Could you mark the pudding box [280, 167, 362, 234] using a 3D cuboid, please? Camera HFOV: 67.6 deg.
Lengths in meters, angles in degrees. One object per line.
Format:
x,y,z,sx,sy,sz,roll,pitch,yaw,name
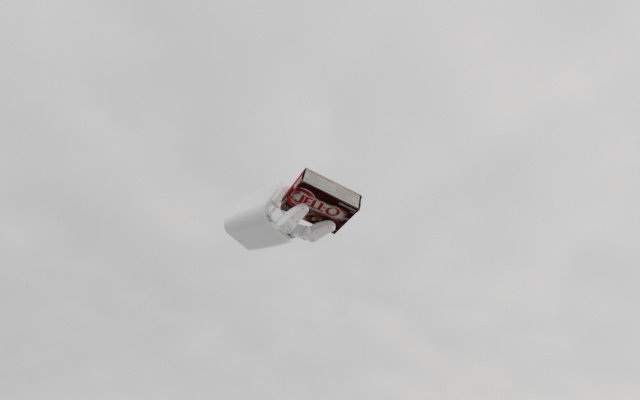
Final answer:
0.000,0.003,0.814,0.113,0.039,0.090,24,-39,-15,pudding box
